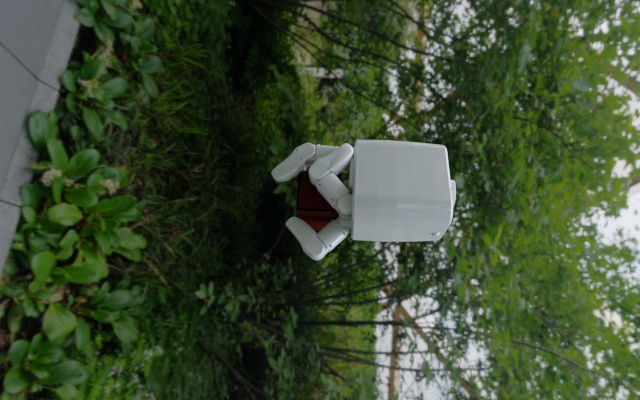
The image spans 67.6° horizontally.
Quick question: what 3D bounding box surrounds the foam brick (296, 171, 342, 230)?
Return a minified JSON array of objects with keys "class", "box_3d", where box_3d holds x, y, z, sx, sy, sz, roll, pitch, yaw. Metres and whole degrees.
[{"class":"foam brick","box_3d":[0.000,0.002,0.590,0.051,0.053,0.078,1,-20,4]}]
